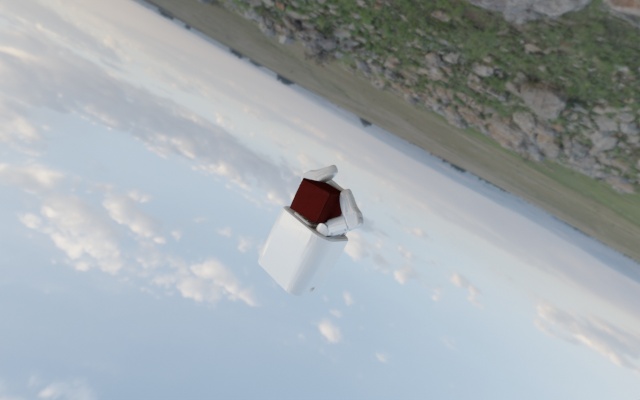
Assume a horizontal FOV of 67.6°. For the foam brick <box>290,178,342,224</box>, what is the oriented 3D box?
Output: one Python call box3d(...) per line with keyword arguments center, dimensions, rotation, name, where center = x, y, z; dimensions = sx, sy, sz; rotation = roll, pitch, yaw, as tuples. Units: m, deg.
box3d(center=(0.000, 0.002, 0.729), dimensions=(0.053, 0.051, 0.078), rotation=(31, 10, 24), name="foam brick")
